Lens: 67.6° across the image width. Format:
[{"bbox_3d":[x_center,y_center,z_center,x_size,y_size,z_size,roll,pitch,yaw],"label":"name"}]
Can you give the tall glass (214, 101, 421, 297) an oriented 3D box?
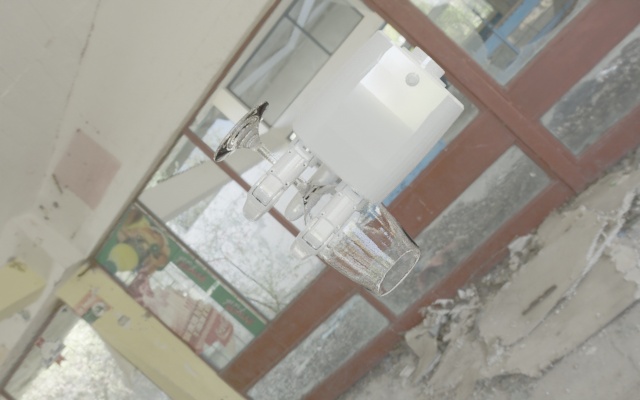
[{"bbox_3d":[-0.001,0.001,0.449,0.201,0.079,0.079,42,-1,-1],"label":"tall glass"}]
